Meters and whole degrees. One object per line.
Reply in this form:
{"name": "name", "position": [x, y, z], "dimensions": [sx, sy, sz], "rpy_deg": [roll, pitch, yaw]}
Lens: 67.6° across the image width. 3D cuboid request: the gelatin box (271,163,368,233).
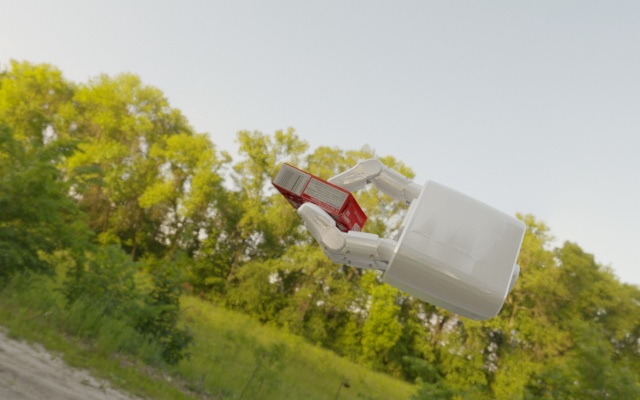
{"name": "gelatin box", "position": [0.000, 0.001, 0.511], "dimensions": [0.089, 0.030, 0.073], "rpy_deg": [26, -12, 25]}
